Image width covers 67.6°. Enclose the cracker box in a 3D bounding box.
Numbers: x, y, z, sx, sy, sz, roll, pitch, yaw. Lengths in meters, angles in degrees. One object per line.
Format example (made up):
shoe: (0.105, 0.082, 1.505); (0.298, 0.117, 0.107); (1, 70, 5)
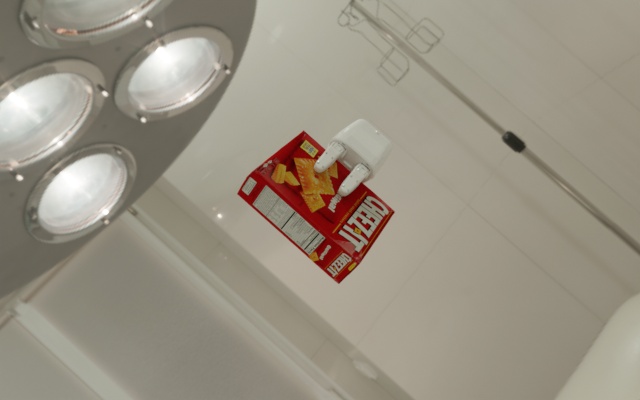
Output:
cracker box: (0.000, 0.003, 0.774); (0.072, 0.213, 0.164); (-50, -3, 40)
